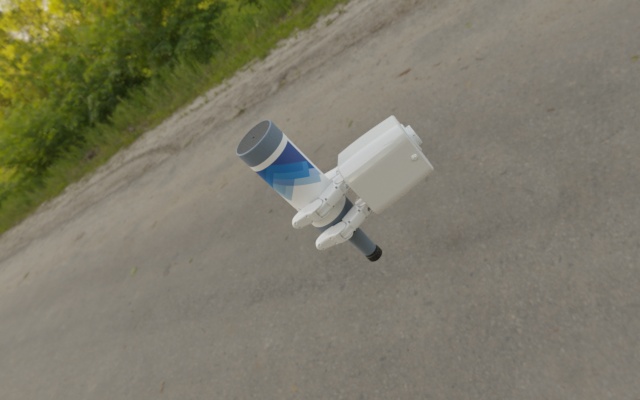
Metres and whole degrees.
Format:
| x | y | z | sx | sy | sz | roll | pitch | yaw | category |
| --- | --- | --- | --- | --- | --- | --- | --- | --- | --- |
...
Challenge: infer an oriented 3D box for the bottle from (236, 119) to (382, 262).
| x | y | z | sx | sy | sz | roll | pitch | yaw | category |
| --- | --- | --- | --- | --- | --- | --- | --- | --- | --- |
| 0.000 | 0.002 | 0.725 | 0.296 | 0.069 | 0.069 | 44 | -25 | -29 | bottle |
